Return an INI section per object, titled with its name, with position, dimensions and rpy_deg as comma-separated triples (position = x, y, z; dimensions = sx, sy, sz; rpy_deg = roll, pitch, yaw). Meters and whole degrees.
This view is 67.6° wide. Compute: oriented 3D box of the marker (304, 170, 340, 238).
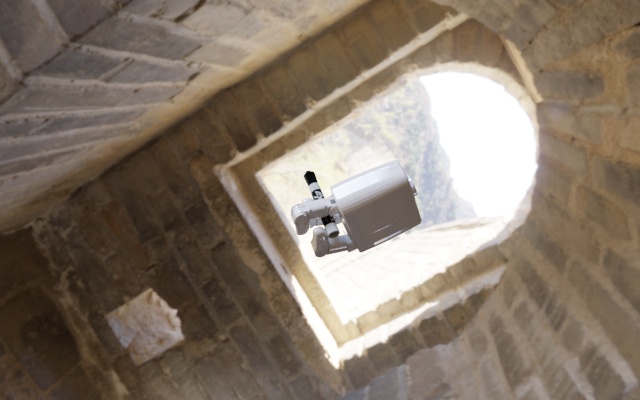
[marker]
position = 0.000, 0.002, 0.706
dimensions = 0.020, 0.121, 0.020
rpy_deg = -15, -35, -11
